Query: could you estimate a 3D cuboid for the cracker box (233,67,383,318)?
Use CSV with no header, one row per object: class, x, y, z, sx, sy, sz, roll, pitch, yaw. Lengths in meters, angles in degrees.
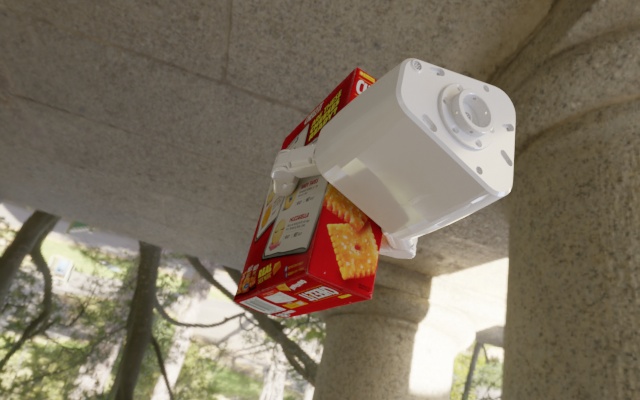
cracker box,0.000,0.002,0.481,0.072,0.213,0.164,26,-30,-21
